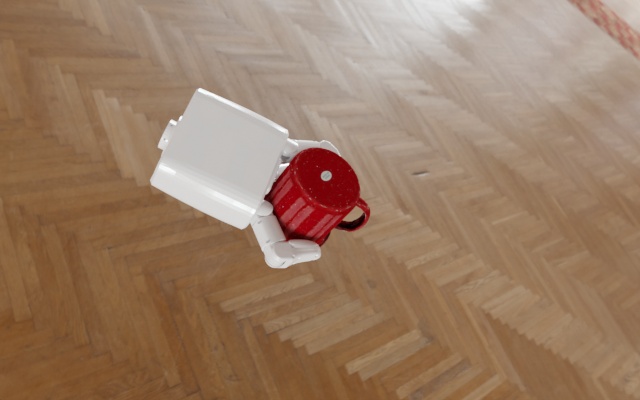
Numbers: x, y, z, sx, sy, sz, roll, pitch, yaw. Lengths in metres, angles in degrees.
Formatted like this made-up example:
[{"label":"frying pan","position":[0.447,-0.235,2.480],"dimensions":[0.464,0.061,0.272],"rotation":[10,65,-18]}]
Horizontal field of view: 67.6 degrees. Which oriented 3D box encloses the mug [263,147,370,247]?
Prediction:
[{"label":"mug","position":[0.001,0.002,0.519],"dimensions":[0.117,0.093,0.081],"rotation":[25,-40,-16]}]
